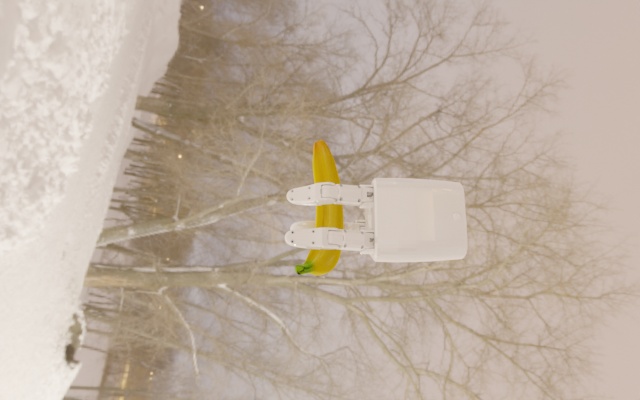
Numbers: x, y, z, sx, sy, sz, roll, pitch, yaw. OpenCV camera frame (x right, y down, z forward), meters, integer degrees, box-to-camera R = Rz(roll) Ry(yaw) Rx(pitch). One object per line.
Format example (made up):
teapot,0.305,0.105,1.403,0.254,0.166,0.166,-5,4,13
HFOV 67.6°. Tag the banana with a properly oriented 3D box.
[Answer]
banana,0.006,0.015,0.599,0.037,0.197,0.070,-8,-37,18
